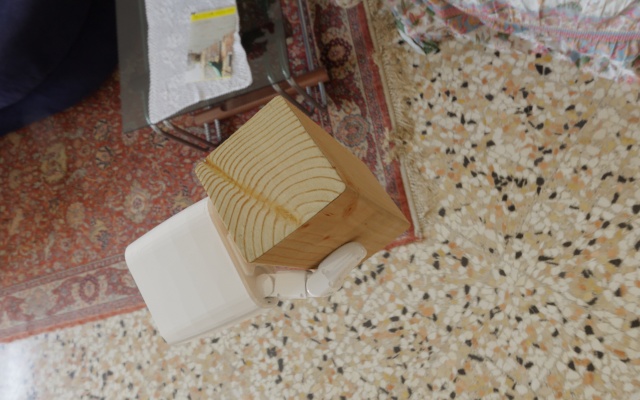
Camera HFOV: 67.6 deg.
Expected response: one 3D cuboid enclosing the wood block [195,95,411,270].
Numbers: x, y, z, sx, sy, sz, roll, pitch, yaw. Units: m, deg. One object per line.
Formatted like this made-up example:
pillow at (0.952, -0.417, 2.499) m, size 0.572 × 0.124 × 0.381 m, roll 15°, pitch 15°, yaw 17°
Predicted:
wood block at (0.000, 0.002, 0.426) m, size 0.090 × 0.090 × 0.206 m, roll -38°, pitch -21°, yaw 12°
